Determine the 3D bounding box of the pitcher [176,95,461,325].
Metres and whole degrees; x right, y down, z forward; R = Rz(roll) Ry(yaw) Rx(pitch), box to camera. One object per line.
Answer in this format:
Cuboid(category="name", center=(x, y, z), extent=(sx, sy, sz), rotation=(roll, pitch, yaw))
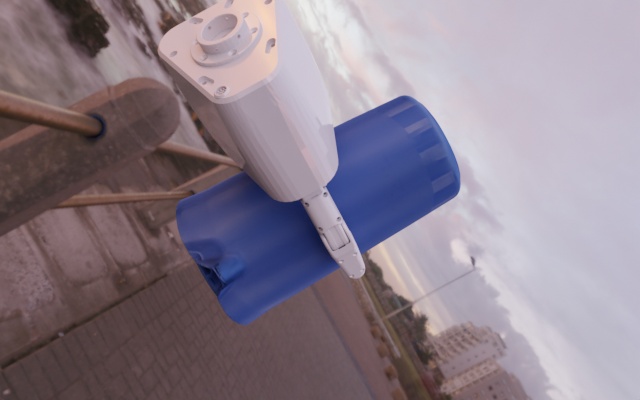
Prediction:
Cuboid(category="pitcher", center=(0.000, 0.001, 0.461), extent=(0.243, 0.149, 0.145), rotation=(-28, -38, 2))
